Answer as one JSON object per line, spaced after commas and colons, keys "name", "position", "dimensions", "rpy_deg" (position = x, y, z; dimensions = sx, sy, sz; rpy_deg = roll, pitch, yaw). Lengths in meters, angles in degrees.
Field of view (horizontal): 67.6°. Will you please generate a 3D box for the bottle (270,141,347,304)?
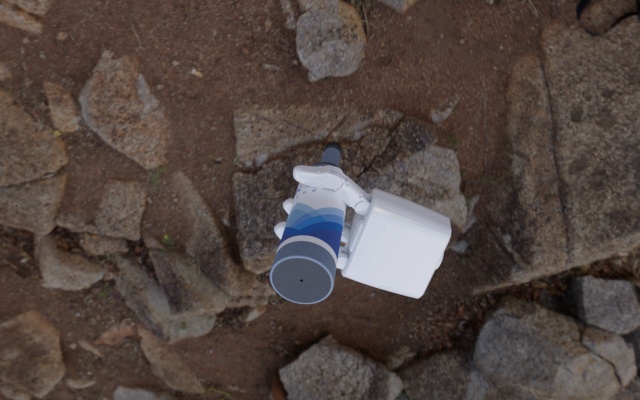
{"name": "bottle", "position": [0.000, 0.002, 0.608], "dimensions": [0.069, 0.069, 0.295], "rpy_deg": [0, 33, 9]}
